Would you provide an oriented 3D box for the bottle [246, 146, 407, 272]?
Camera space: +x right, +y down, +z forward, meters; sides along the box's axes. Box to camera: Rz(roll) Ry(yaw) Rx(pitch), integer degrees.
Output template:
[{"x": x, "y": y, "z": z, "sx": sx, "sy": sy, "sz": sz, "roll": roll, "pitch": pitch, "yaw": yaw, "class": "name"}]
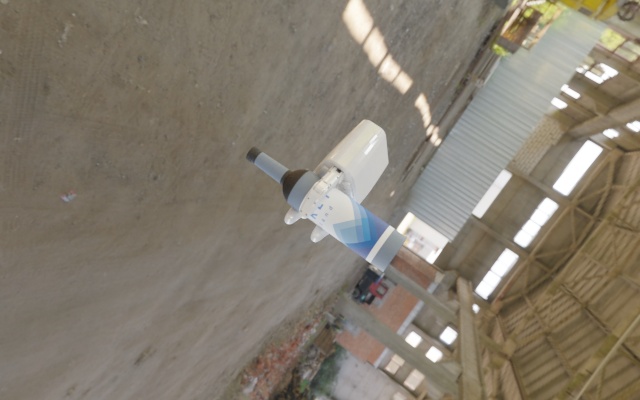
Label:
[{"x": 0.000, "y": 0.003, "z": 0.780, "sx": 0.295, "sy": 0.069, "sz": 0.069, "roll": 35, "pitch": 8, "yaw": 11, "class": "bottle"}]
